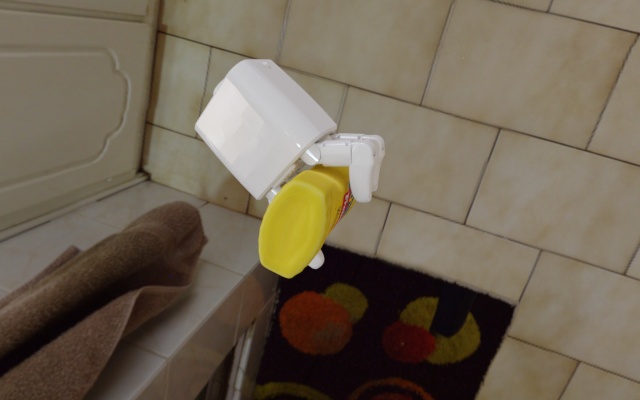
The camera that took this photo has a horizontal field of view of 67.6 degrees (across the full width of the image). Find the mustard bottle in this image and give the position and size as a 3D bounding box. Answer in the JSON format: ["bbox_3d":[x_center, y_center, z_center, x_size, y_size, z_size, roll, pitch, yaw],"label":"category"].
[{"bbox_3d":[0.000,0.002,0.503,0.058,0.096,0.191,24,21,9],"label":"mustard bottle"}]
